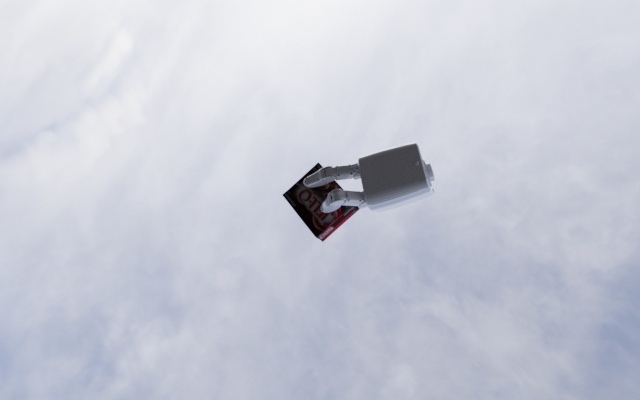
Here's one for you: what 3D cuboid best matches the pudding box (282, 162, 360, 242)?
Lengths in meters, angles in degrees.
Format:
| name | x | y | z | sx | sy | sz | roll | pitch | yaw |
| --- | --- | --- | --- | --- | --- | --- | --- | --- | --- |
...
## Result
| name | x | y | z | sx | sy | sz | roll | pitch | yaw |
| --- | --- | --- | --- | --- | --- | --- | --- | --- | --- |
| pudding box | 0.000 | 0.003 | 0.847 | 0.113 | 0.090 | 0.039 | 50 | 2 | 30 |
